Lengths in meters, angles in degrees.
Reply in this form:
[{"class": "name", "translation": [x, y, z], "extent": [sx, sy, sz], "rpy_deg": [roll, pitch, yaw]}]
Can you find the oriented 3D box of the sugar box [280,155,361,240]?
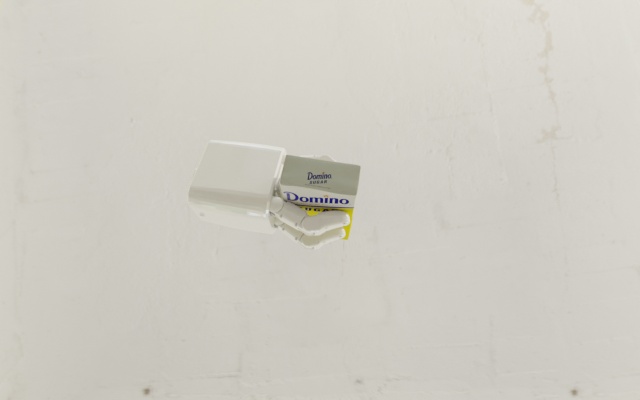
[{"class": "sugar box", "translation": [0.000, 0.003, 0.634], "extent": [0.093, 0.048, 0.176], "rpy_deg": [9, -19, 4]}]
